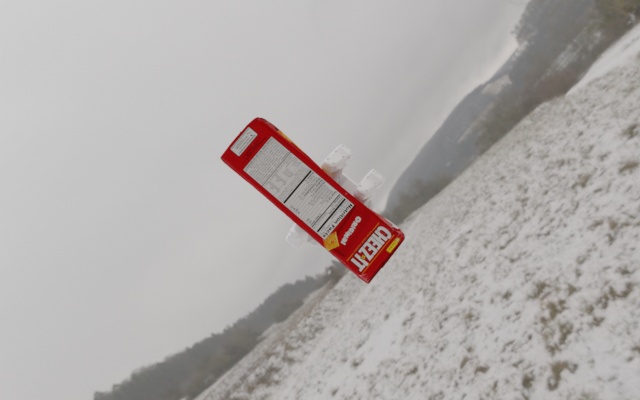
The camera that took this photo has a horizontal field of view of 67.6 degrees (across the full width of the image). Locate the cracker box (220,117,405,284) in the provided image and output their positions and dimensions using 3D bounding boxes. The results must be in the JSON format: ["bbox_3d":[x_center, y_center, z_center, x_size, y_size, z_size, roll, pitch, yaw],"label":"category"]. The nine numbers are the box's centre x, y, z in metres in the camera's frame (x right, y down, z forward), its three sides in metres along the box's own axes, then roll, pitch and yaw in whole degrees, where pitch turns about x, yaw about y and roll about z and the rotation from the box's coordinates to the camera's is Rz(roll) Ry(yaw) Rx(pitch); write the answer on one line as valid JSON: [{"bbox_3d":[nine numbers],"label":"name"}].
[{"bbox_3d":[0.000,0.002,0.583,0.213,0.072,0.164,40,1,9],"label":"cracker box"}]
